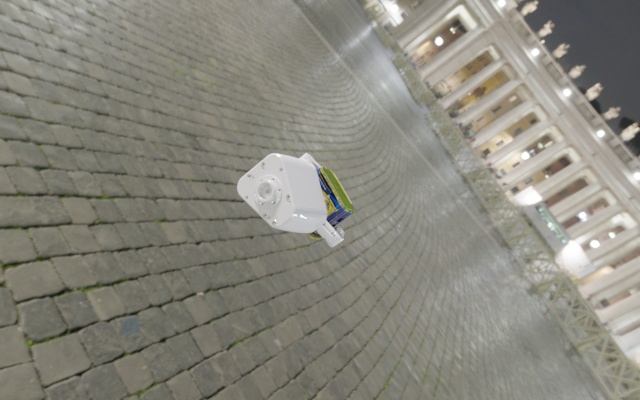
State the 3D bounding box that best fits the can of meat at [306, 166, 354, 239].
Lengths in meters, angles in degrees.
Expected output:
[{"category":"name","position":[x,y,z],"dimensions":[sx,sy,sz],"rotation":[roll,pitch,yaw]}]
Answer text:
[{"category":"can of meat","position":[0.000,0.003,0.835],"dimensions":[0.084,0.102,0.057],"rotation":[-37,-22,18]}]
